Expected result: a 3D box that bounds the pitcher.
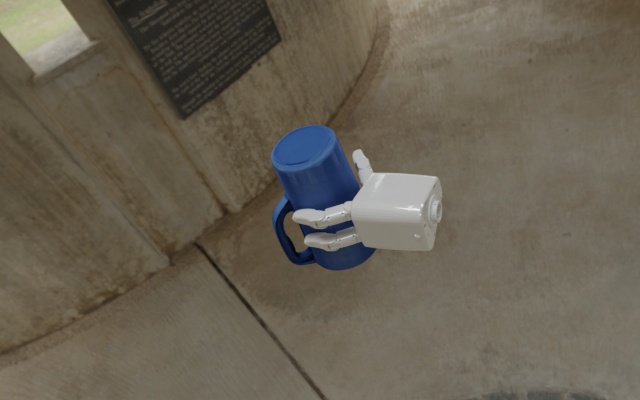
[{"bbox_3d":[0.000,0.003,0.803,0.145,0.149,0.243,3,-41,28],"label":"pitcher"}]
